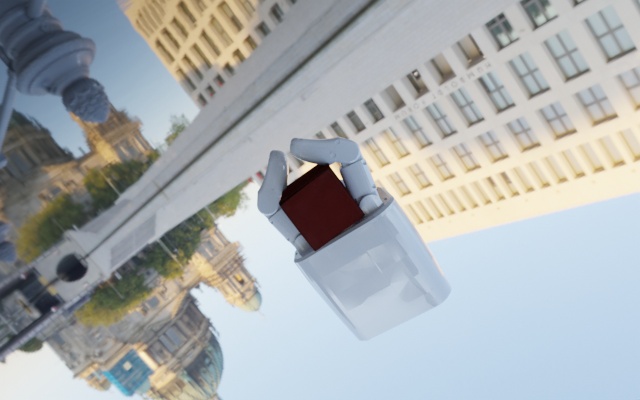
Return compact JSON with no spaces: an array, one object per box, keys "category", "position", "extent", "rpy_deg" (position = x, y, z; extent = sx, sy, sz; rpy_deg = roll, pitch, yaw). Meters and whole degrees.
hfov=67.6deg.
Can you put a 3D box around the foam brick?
[{"category":"foam brick","position":[0.000,0.001,0.421],"extent":[0.053,0.051,0.078],"rpy_deg":[-35,9,4]}]
